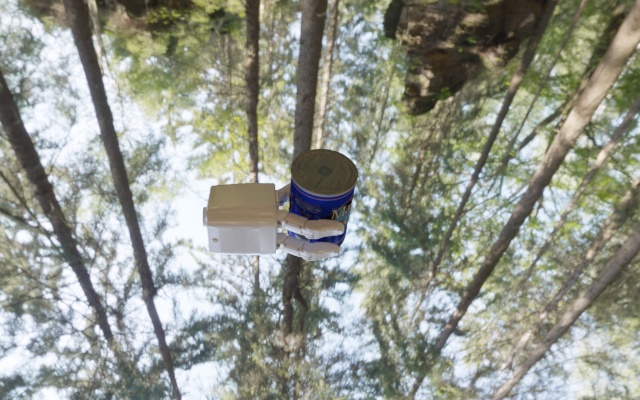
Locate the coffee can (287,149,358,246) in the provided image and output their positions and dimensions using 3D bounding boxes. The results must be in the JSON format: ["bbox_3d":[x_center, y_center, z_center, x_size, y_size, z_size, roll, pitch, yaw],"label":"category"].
[{"bbox_3d":[0.000,0.002,0.769,0.103,0.102,0.140,0,-44,-7],"label":"coffee can"}]
